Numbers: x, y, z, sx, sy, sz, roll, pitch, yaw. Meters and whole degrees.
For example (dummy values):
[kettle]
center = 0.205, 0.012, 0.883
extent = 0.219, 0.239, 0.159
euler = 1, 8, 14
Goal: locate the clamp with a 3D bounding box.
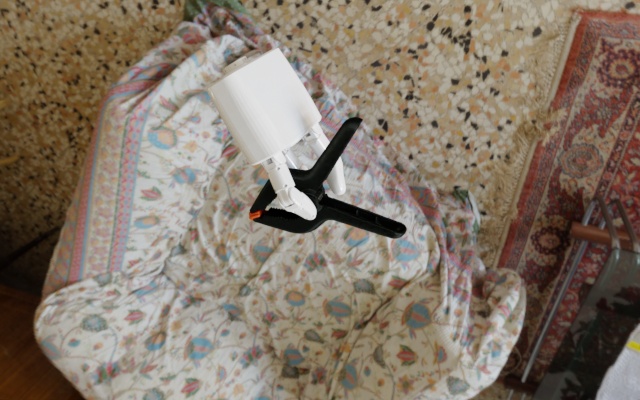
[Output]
[clamp]
center = -0.001, 0.002, 0.623
extent = 0.210, 0.164, 0.036
euler = -22, 17, 30
